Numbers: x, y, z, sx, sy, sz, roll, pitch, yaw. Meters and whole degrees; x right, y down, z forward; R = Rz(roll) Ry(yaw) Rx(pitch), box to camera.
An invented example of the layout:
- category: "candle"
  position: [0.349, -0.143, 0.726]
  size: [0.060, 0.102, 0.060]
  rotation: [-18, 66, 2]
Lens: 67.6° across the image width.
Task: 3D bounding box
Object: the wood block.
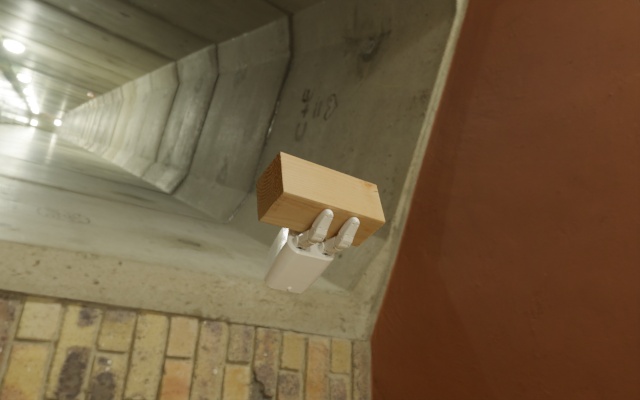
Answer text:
- category: "wood block"
  position: [0.000, 0.003, 0.842]
  size: [0.206, 0.090, 0.090]
  rotation: [17, -45, -30]
